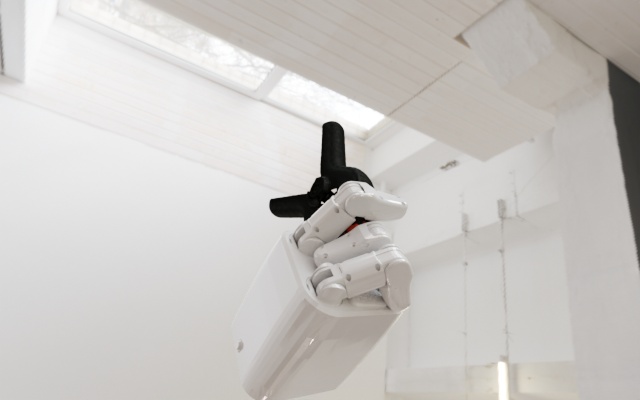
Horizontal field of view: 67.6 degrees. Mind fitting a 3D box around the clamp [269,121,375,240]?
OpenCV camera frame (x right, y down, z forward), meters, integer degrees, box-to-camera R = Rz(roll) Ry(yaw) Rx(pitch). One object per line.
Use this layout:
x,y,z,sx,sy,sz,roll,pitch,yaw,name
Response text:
0.001,0.002,0.460,0.039,0.120,0.171,25,22,-26,clamp
